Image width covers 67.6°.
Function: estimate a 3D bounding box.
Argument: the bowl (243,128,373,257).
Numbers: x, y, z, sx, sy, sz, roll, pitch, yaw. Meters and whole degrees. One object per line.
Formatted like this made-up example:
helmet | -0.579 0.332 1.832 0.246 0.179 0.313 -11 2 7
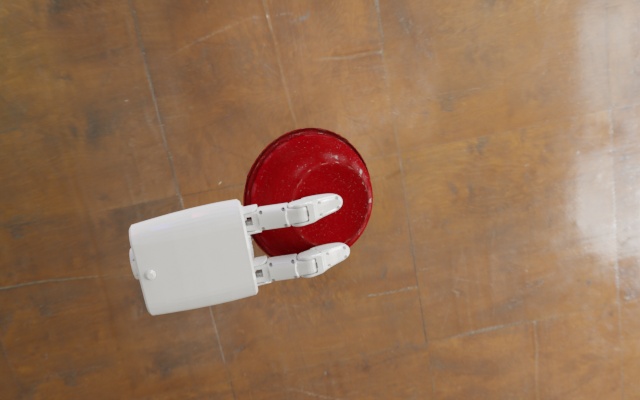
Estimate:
bowl | 0.001 0.001 0.525 0.162 0.162 0.055 0 8 -26
